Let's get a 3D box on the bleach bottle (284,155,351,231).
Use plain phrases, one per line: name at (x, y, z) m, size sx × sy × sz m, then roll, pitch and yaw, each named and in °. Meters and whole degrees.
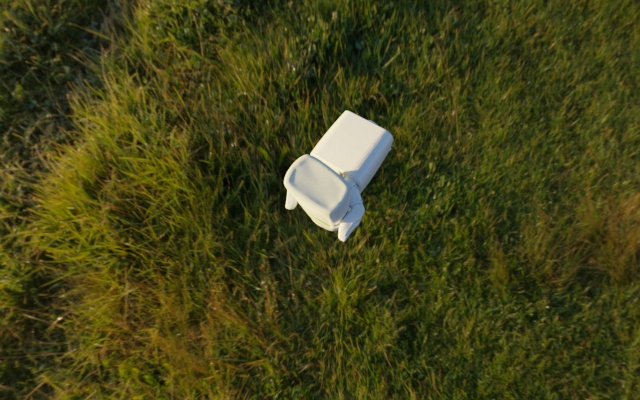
bleach bottle at (0.000, 0.003, 0.834) m, size 0.102 × 0.068 × 0.251 m, roll 36°, pitch -9°, yaw 9°
